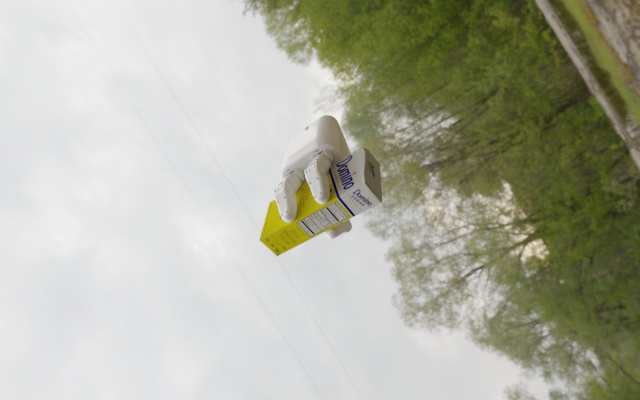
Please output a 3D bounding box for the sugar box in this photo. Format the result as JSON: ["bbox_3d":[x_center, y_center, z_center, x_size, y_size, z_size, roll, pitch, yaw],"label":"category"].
[{"bbox_3d":[0.000,0.002,0.662,0.176,0.048,0.093,-32,28,24],"label":"sugar box"}]
